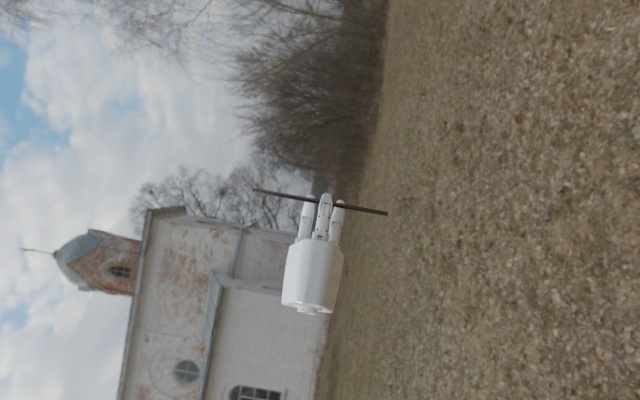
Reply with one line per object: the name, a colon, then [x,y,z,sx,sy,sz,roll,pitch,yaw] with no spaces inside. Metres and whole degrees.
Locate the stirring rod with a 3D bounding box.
stirring rod: [0.000,0.003,0.842,0.239,0.011,0.011,10,0,-1]
